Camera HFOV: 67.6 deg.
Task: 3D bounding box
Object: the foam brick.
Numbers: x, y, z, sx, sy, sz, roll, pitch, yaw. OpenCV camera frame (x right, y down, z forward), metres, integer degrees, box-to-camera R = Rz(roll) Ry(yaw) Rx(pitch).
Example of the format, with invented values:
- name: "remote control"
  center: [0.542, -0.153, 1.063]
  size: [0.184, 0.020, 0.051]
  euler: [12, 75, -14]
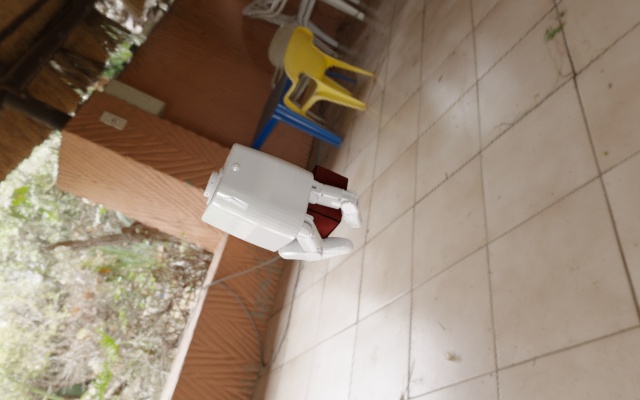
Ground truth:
- name: "foam brick"
  center: [0.000, 0.002, 0.643]
  size: [0.051, 0.078, 0.053]
  euler: [22, -40, -13]
